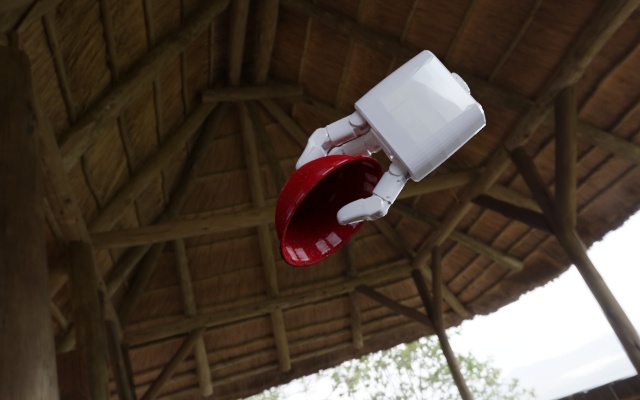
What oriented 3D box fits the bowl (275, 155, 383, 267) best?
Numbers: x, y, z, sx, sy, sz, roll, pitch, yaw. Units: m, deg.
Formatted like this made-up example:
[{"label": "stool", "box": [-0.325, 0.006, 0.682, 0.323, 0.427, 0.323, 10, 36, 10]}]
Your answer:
[{"label": "bowl", "box": [-0.001, 0.003, 0.578, 0.055, 0.162, 0.162, 41, 24, 30]}]
